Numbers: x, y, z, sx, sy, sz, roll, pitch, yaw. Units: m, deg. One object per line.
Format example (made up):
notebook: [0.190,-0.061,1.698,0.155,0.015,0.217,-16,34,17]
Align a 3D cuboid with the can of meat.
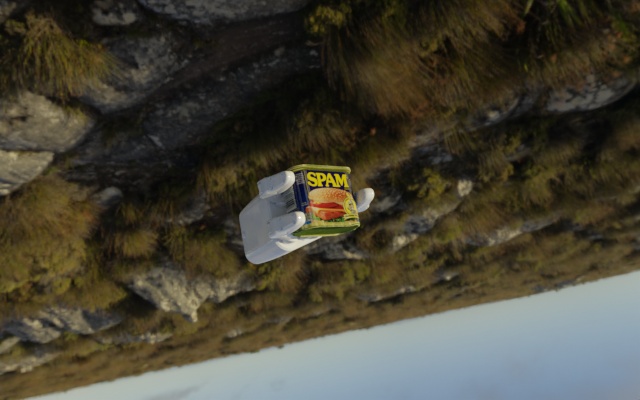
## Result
can of meat: [0.000,0.002,0.641,0.102,0.084,0.057,1,-19,-39]
